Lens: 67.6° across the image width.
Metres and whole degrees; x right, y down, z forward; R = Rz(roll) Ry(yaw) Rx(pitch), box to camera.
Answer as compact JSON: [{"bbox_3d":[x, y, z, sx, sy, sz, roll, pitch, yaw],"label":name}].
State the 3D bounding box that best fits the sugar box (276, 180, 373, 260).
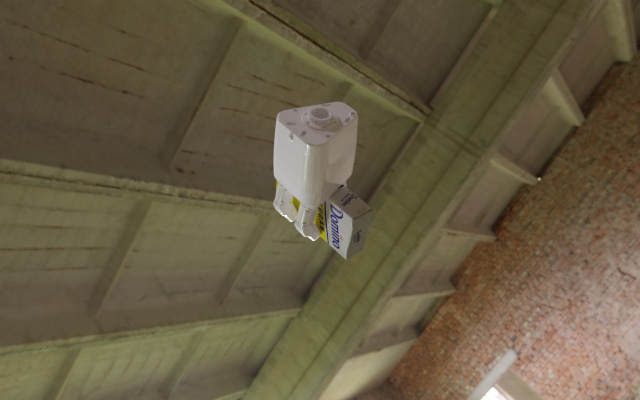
[{"bbox_3d":[0.000,0.002,0.744,0.048,0.093,0.176,-27,53,-30],"label":"sugar box"}]
